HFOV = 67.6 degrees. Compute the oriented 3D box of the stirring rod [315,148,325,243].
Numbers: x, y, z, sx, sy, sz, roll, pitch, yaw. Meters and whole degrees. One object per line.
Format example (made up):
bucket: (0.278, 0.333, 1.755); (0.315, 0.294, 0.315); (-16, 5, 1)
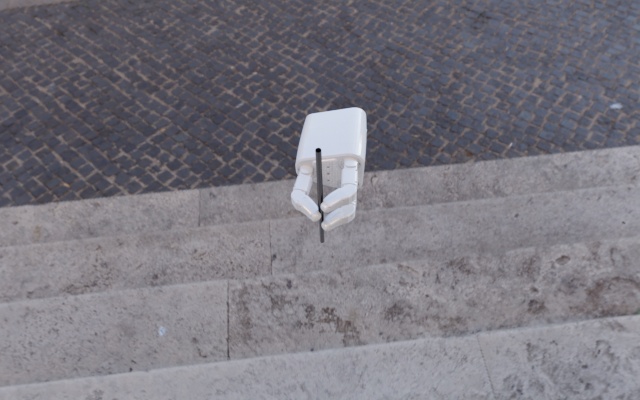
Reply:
stirring rod: (0.000, 0.002, 0.703); (0.011, 0.011, 0.240); (0, -33, 2)
